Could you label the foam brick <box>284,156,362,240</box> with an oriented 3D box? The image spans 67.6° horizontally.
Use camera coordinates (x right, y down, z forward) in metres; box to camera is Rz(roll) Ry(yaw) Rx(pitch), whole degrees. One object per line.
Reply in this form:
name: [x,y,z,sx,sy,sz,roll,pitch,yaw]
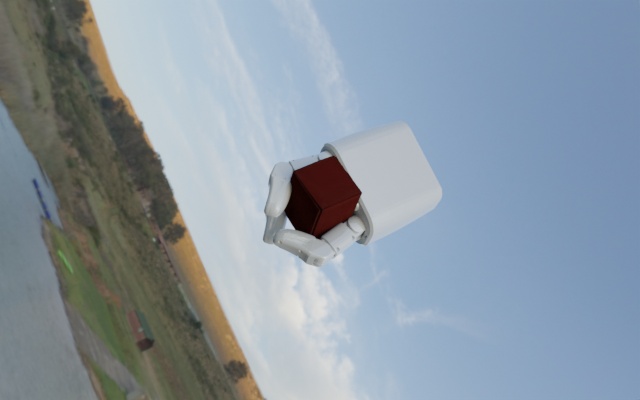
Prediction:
foam brick: [0.000,0.002,0.493,0.051,0.053,0.078,-23,-24,-25]
